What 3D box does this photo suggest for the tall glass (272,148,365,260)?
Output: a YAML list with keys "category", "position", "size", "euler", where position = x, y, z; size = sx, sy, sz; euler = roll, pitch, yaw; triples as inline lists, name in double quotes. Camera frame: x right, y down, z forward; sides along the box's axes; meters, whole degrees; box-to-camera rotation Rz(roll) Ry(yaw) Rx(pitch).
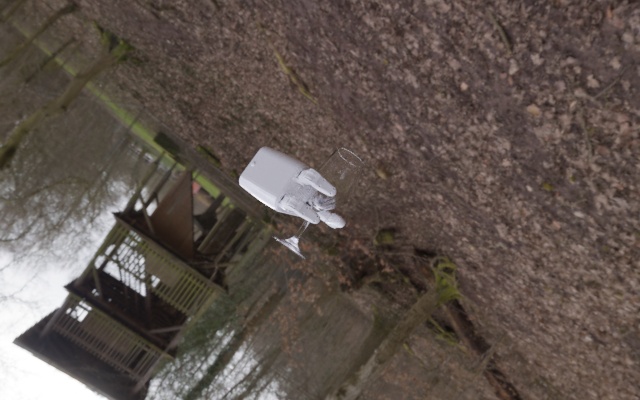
- category: "tall glass"
  position: [0.000, 0.003, 0.855]
  size: [0.079, 0.201, 0.079]
  euler: [34, -9, 6]
